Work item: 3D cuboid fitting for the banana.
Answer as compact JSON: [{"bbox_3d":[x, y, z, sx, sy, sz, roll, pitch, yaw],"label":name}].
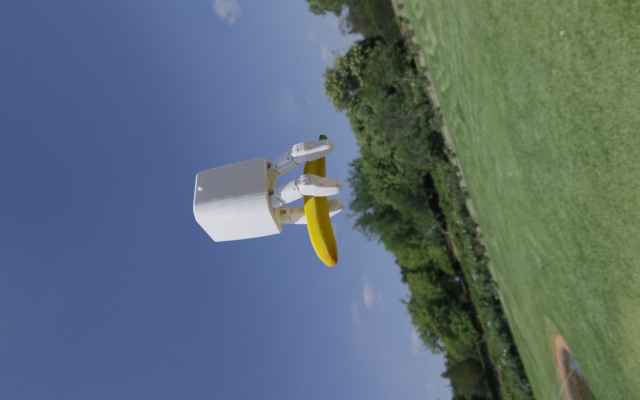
[{"bbox_3d":[-0.003,0.006,0.695,0.037,0.197,0.070,-2,-21,-10],"label":"banana"}]
